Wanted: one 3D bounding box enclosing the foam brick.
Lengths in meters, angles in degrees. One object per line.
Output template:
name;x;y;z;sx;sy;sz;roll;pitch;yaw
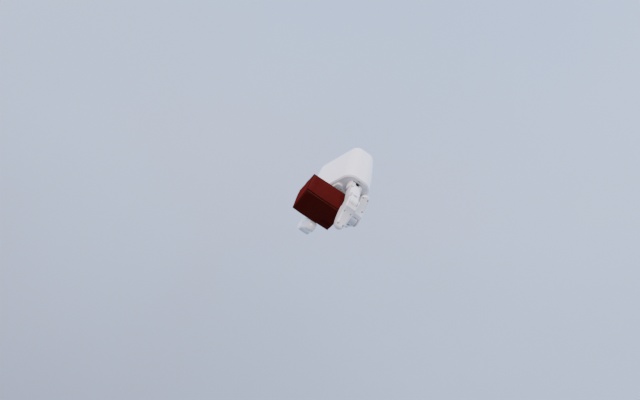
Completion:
foam brick;0.000;0.003;0.834;0.078;0.051;0.053;34;-52;-12
